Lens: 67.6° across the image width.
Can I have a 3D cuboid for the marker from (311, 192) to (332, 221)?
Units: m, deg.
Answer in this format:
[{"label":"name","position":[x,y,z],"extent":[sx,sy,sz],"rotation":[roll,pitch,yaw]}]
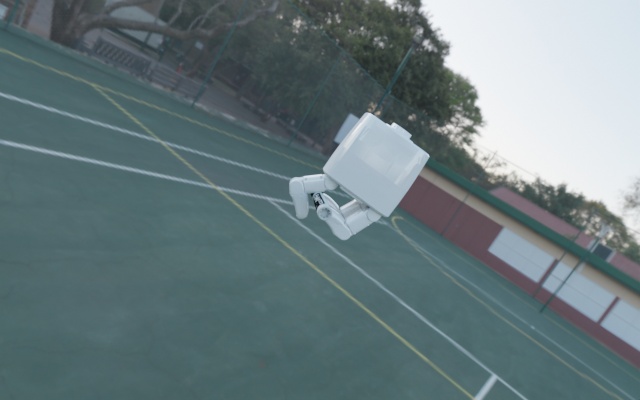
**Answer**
[{"label":"marker","position":[0.000,0.002,0.658],"extent":[0.020,0.020,0.121],"rotation":[0,14,-6]}]
